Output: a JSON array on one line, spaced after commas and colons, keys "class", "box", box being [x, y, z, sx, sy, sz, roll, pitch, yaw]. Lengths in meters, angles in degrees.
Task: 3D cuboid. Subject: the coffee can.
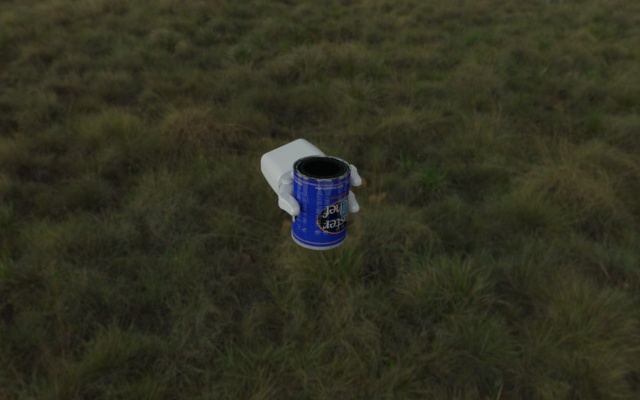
[{"class": "coffee can", "box": [0.000, 0.003, 0.856, 0.103, 0.140, 0.102, 2, 29, -1]}]
